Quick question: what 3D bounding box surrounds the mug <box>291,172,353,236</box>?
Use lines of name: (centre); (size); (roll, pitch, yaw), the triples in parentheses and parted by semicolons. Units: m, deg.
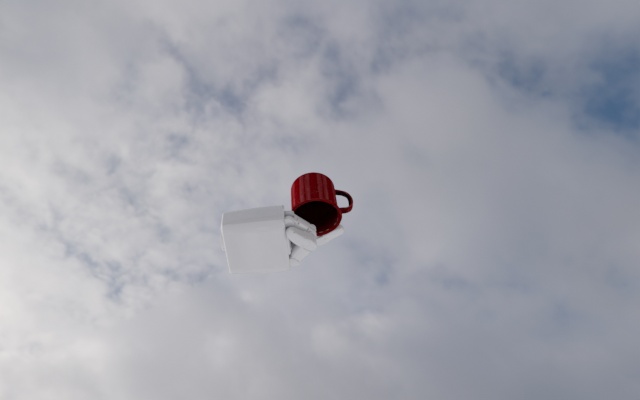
mug: (0.002, 0.002, 0.857); (0.117, 0.093, 0.081); (-5, 43, -2)
